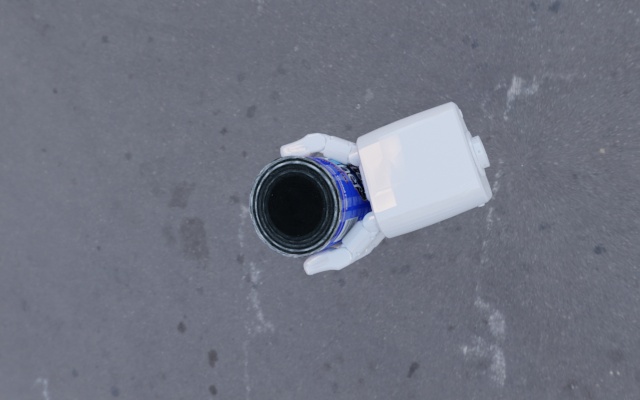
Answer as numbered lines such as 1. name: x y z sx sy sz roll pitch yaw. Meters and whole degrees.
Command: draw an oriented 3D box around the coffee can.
1. coffee can: 0.000 0.002 0.537 0.103 0.103 0.140 0 4 23
